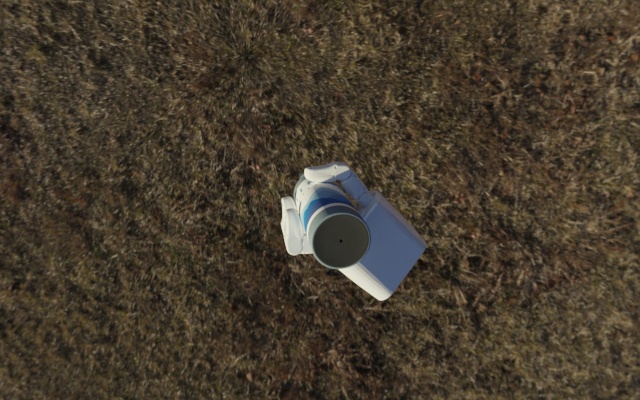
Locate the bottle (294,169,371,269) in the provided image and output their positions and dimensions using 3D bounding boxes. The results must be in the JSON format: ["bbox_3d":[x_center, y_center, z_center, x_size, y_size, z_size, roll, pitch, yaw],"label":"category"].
[{"bbox_3d":[0.000,0.002,0.654,0.069,0.069,0.295,0,17,-9],"label":"bottle"}]
